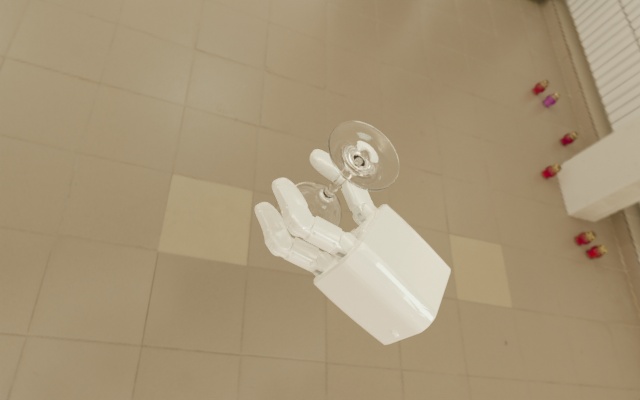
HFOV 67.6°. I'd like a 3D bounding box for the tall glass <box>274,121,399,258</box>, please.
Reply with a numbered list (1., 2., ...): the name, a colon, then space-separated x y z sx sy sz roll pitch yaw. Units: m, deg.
1. tall glass: 0.000 0.001 0.516 0.079 0.079 0.201 0 -26 -27
